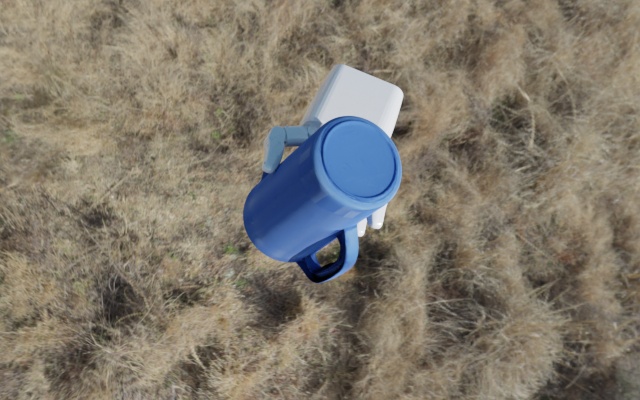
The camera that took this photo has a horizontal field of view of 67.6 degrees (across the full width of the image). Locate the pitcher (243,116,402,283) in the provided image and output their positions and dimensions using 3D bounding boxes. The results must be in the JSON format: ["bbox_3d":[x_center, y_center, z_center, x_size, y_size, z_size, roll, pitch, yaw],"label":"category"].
[{"bbox_3d":[0.000,0.002,0.600,0.149,0.145,0.243,29,-26,-13],"label":"pitcher"}]
